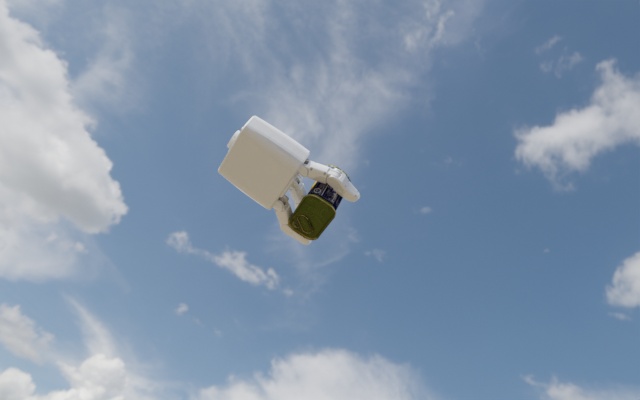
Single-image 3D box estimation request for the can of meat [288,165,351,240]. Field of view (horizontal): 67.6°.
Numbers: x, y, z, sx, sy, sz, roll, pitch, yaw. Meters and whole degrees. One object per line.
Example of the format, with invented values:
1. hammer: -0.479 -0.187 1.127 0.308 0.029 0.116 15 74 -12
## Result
1. can of meat: 0.000 0.002 0.780 0.057 0.084 0.102 33 -42 -3
